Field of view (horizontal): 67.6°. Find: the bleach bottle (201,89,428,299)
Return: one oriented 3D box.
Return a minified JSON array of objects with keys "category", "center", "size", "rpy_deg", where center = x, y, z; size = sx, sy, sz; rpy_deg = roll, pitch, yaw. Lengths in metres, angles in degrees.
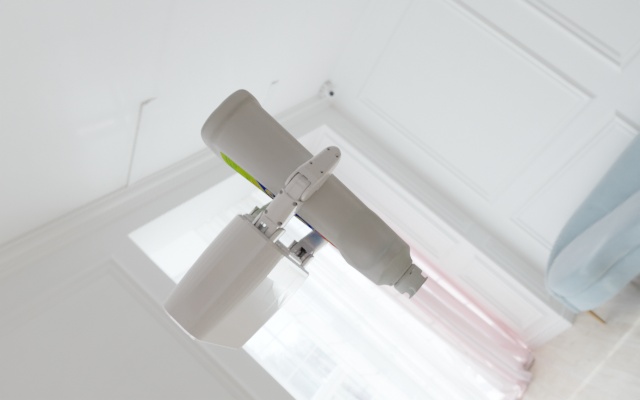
[{"category":"bleach bottle","center":[0.000,0.002,0.470],"size":[0.251,0.068,0.102],"rpy_deg":[41,-6,10]}]
